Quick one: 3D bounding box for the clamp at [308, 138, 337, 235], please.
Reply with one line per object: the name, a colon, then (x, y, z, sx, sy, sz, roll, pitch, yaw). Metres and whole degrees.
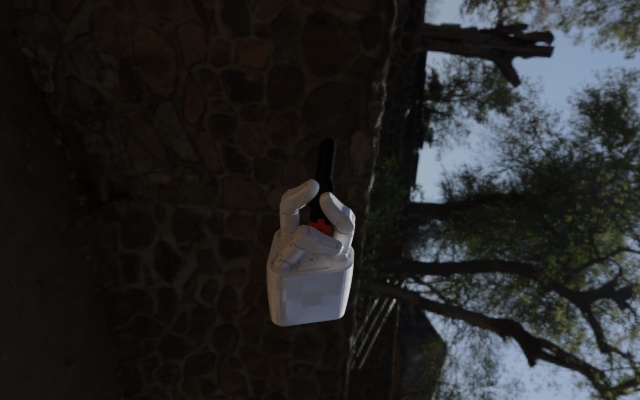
clamp: (0.001, 0.002, 0.668, 0.039, 0.120, 0.171, 5, 37, 3)
